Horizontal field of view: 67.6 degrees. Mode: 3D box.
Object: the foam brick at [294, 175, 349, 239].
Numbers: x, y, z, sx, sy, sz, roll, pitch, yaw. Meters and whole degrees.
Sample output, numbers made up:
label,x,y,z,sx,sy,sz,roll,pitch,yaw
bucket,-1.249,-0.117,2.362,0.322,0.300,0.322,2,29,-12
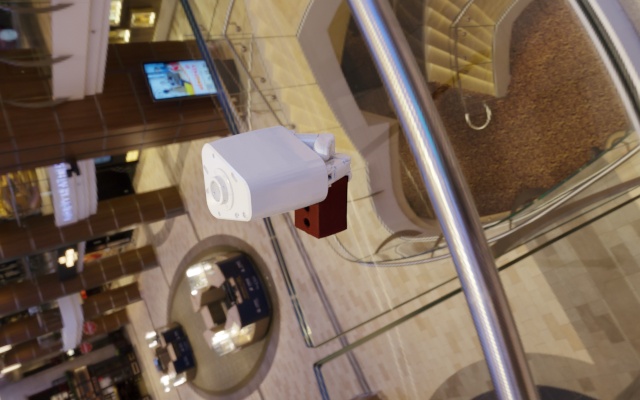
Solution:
label,x,y,z,sx,sy,sz,roll,pitch,yaw
foam brick,0.000,0.002,0.621,0.051,0.078,0.053,-19,29,-37
